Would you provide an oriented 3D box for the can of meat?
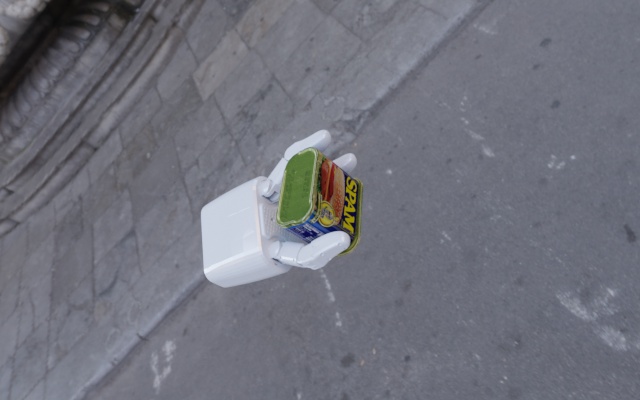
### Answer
[{"bbox_3d":[0.000,0.002,0.541,0.057,0.102,0.084,-19,-39,36],"label":"can of meat"}]
